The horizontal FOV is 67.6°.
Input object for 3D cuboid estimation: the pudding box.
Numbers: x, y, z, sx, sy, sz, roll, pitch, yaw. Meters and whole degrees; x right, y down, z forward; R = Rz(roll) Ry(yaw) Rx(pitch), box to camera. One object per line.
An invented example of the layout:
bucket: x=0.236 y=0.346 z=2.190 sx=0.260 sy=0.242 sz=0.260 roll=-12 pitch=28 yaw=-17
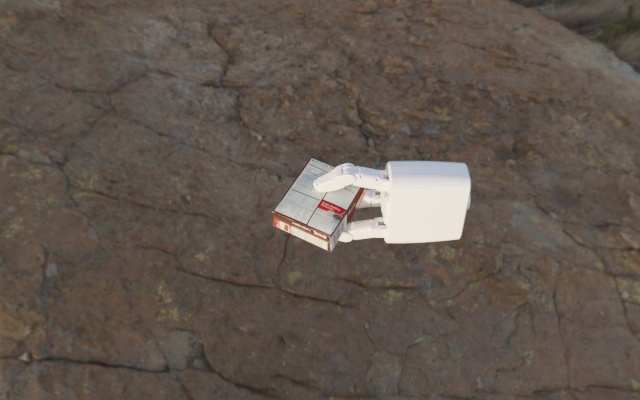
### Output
pudding box: x=0.000 y=0.002 z=0.653 sx=0.090 sy=0.113 sz=0.039 roll=23 pitch=-35 yaw=17
